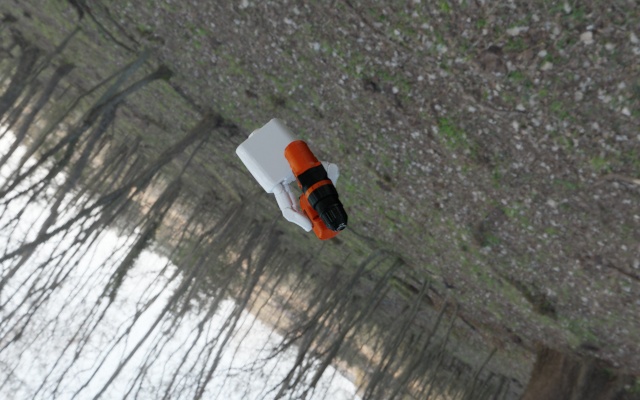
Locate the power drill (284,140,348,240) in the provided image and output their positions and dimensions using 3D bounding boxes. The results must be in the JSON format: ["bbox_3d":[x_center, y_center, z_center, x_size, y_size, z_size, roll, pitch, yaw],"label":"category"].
[{"bbox_3d":[0.000,0.003,0.868,0.057,0.184,0.188,-24,-25,-7],"label":"power drill"}]
